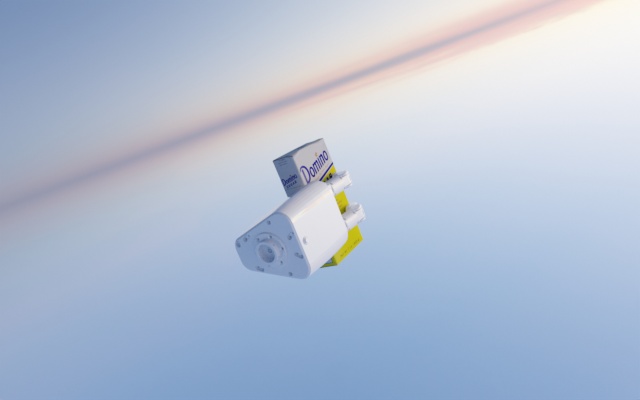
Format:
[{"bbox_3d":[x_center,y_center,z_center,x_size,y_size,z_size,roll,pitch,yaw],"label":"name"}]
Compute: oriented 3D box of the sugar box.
[{"bbox_3d":[0.001,0.002,0.722,0.048,0.176,0.093,-11,16,35],"label":"sugar box"}]
